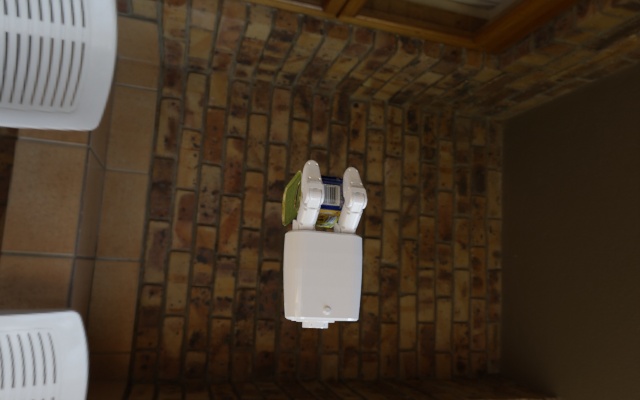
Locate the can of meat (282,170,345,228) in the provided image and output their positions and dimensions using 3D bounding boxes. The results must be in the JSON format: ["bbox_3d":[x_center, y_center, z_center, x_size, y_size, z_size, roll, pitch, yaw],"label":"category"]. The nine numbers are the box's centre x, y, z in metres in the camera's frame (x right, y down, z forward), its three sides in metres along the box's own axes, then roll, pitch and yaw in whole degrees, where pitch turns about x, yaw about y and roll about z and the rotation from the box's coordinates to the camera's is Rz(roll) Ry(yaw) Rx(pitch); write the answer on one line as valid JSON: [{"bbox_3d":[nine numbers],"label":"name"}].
[{"bbox_3d":[0.000,0.002,0.648,0.084,0.057,0.102,6,-18,-16],"label":"can of meat"}]
